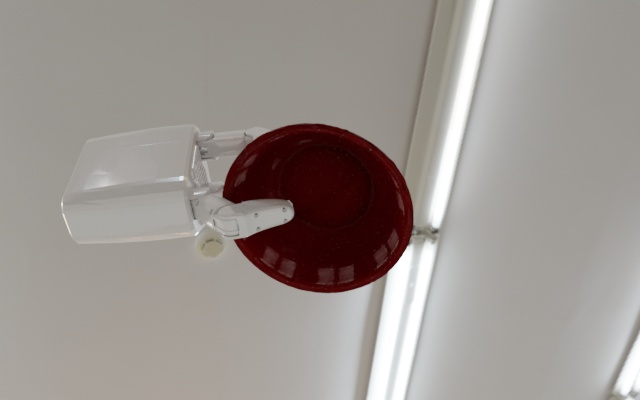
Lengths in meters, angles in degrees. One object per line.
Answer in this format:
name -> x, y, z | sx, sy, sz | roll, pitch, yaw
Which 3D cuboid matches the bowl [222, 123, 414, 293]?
bowl -> 0.001, 0.001, 0.420 | 0.162, 0.162, 0.055 | 0, 28, 11
